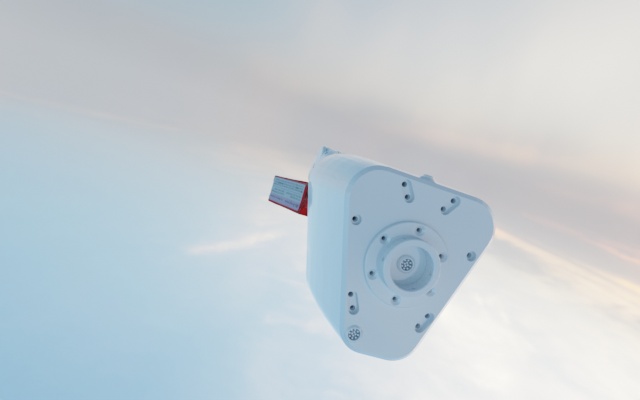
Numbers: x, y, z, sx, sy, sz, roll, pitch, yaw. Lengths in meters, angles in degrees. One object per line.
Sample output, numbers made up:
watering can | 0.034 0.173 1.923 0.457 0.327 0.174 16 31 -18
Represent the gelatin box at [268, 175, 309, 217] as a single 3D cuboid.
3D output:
gelatin box | 0.000 0.002 0.447 0.073 0.030 0.089 16 0 -25
